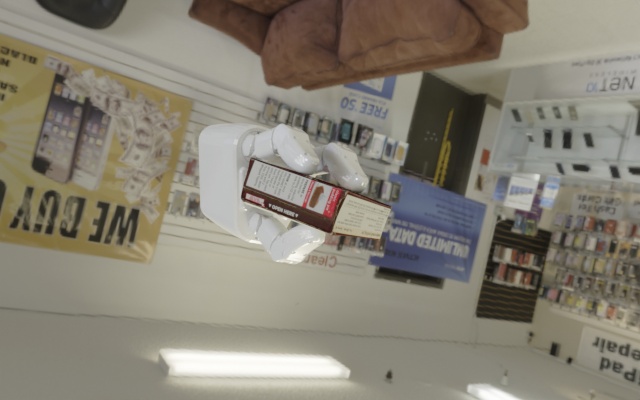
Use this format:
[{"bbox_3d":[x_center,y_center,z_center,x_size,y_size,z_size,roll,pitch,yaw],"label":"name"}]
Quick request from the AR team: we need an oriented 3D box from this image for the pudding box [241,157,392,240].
[{"bbox_3d":[0.000,0.001,0.406,0.090,0.039,0.113,19,4,26],"label":"pudding box"}]
